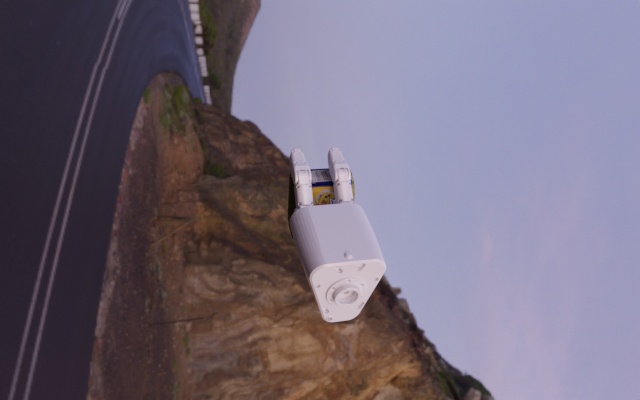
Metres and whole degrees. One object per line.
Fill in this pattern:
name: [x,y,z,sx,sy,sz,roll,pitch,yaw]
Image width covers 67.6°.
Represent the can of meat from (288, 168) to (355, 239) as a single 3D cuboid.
can of meat: [0.000,0.002,0.684,0.084,0.102,0.057,-4,34,-13]
